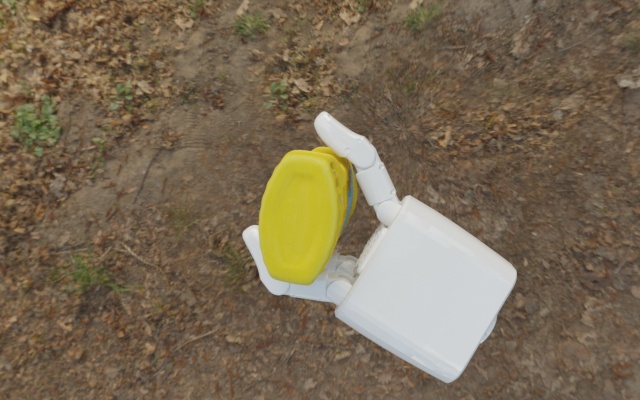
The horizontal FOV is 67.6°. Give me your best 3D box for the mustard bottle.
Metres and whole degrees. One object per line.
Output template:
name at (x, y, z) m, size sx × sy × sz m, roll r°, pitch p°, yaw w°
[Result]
mustard bottle at (0.000, 0.001, 0.423) m, size 0.058 × 0.096 × 0.191 m, roll 8°, pitch 9°, yaw 9°
